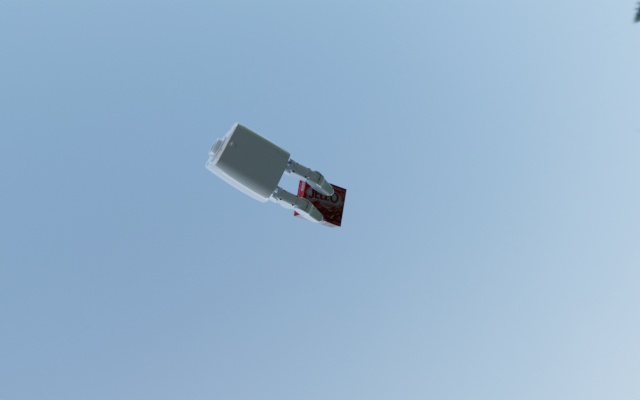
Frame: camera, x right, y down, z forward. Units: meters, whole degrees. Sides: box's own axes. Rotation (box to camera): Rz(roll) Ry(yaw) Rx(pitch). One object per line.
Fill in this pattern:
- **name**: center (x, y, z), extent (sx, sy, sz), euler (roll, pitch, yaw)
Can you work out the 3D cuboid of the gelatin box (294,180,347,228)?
- **gelatin box**: center (0.000, 0.003, 0.854), extent (0.089, 0.073, 0.030), euler (20, -19, -29)
